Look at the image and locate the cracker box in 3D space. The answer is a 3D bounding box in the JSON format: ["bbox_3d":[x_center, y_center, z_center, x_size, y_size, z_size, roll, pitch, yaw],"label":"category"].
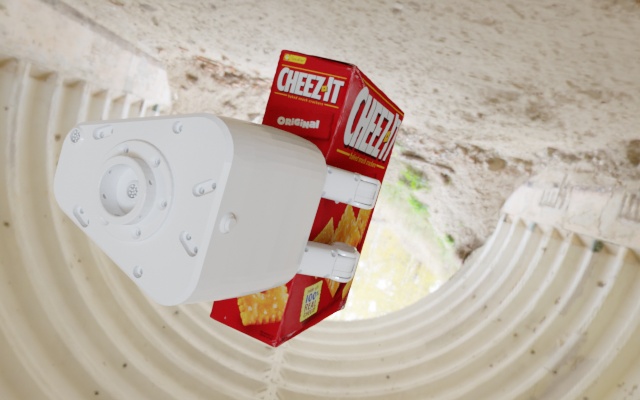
[{"bbox_3d":[0.000,0.001,0.423,0.072,0.214,0.164,19,5,21],"label":"cracker box"}]
